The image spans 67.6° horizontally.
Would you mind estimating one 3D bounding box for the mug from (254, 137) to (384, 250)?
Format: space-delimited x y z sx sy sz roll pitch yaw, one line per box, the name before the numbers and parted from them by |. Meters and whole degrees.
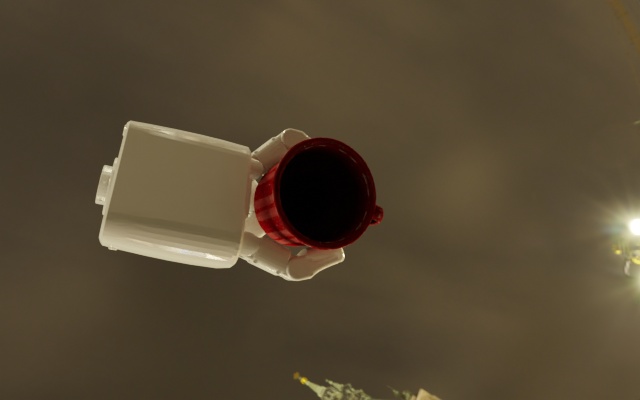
mug | 0.001 0.002 0.430 0.117 0.093 0.081 14 -12 -22
